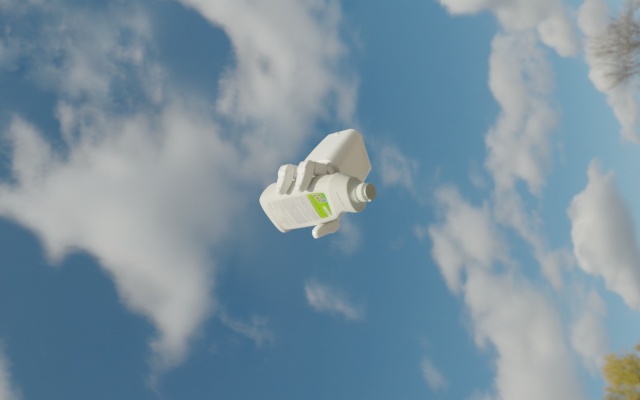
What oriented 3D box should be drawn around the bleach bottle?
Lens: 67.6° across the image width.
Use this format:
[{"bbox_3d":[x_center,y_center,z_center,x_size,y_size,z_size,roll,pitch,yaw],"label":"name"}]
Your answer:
[{"bbox_3d":[0.000,0.003,0.872,0.251,0.103,0.068,-7,37,46],"label":"bleach bottle"}]
